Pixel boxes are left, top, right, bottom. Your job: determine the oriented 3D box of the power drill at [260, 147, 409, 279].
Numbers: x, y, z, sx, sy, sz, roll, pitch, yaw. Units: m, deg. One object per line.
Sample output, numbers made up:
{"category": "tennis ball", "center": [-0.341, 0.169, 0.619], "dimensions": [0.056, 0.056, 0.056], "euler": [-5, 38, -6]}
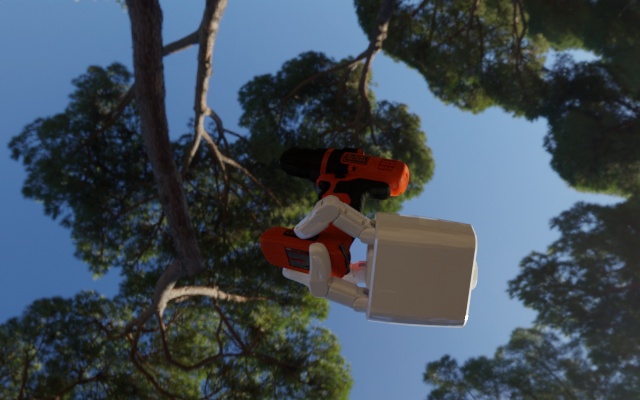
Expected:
{"category": "power drill", "center": [0.000, 0.002, 0.602], "dimensions": [0.184, 0.057, 0.187], "euler": [9, 48, 25]}
